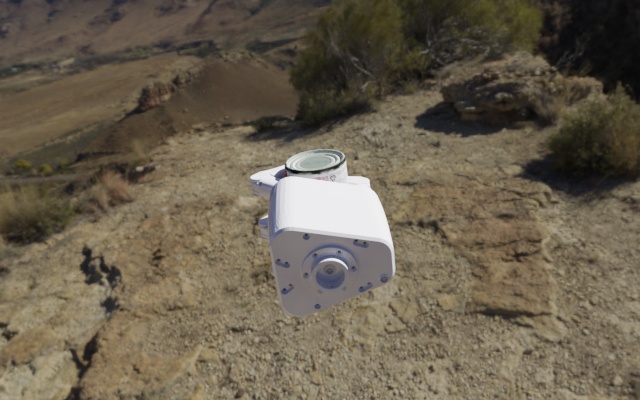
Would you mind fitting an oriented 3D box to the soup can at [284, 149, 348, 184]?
[{"bbox_3d":[0.000,0.001,0.533,0.068,0.102,0.068,-7,25,3],"label":"soup can"}]
